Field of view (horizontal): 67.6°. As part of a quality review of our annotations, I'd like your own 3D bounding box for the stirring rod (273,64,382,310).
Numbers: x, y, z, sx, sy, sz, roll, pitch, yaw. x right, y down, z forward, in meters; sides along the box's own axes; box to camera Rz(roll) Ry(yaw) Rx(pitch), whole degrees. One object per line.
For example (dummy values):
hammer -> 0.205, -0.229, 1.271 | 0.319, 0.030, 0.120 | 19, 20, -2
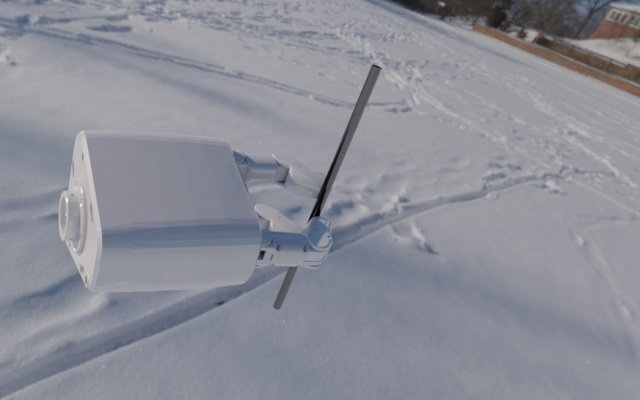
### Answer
stirring rod -> 0.000, 0.001, 0.404 | 0.011, 0.240, 0.011 | 18, 26, -9
